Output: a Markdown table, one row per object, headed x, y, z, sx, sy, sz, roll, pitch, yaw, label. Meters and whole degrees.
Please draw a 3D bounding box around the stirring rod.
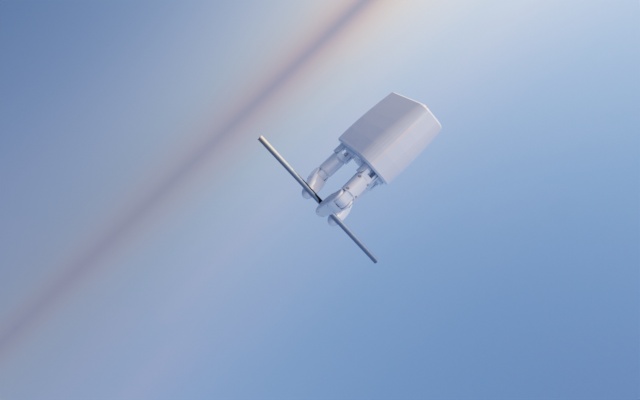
| x | y | z | sx | sy | sz | roll | pitch | yaw | label |
| --- | --- | --- | --- | --- | --- | --- | --- | --- | --- |
| 0.000 | 0.002 | 0.655 | 0.011 | 0.239 | 0.011 | -40 | 14 | 12 | stirring rod |
